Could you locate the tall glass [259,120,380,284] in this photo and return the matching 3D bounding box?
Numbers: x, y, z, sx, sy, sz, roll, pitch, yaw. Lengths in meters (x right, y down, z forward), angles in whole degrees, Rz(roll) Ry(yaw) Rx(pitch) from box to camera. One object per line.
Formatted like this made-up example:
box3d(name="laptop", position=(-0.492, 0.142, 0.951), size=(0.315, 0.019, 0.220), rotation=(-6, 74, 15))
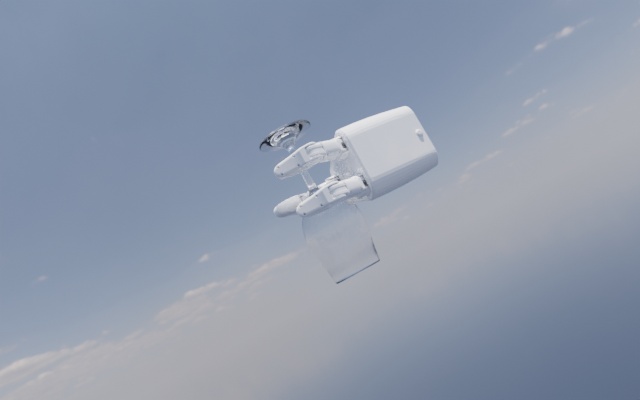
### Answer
box3d(name="tall glass", position=(0.000, 0.001, 0.604), size=(0.079, 0.201, 0.079), rotation=(-27, -10, -5))
